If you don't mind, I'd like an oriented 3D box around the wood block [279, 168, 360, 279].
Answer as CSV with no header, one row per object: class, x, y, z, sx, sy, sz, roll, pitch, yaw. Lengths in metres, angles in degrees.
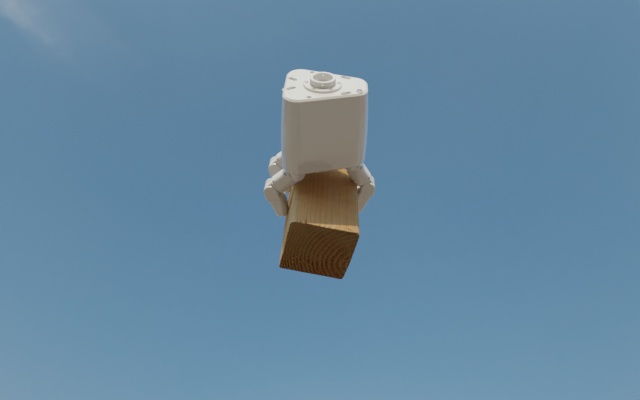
wood block,0.001,0.002,0.694,0.091,0.090,0.206,11,39,-6
